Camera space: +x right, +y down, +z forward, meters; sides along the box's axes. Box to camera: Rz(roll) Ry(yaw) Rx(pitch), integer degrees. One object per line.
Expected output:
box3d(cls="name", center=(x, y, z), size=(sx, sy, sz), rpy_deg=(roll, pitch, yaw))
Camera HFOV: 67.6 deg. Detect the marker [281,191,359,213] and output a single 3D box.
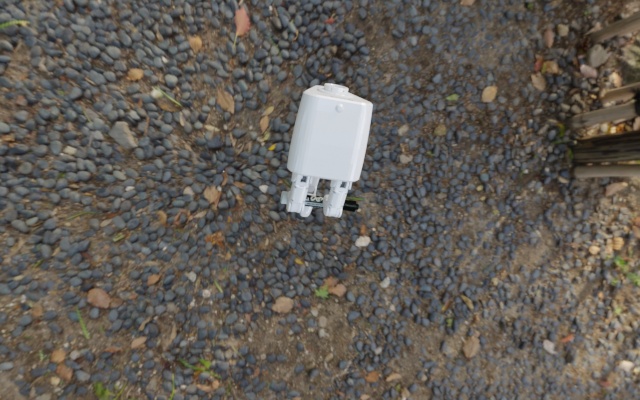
box3d(cls="marker", center=(0.000, 0.002, 0.731), size=(0.121, 0.020, 0.020), rpy_deg=(7, -2, -12))
